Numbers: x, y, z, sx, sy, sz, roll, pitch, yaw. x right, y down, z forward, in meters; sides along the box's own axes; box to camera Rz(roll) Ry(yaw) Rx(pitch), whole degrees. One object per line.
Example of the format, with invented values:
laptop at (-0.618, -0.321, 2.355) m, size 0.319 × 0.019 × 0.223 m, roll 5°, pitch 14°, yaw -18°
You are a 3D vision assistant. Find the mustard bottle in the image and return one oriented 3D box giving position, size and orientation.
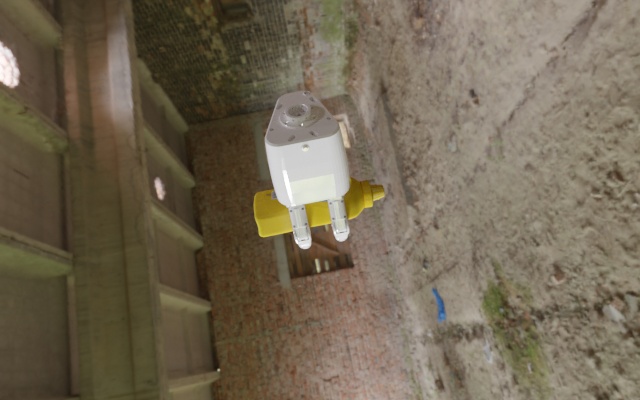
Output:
mustard bottle at (0.000, 0.003, 0.711) m, size 0.191 × 0.058 × 0.096 m, roll -11°, pitch 22°, yaw -1°
